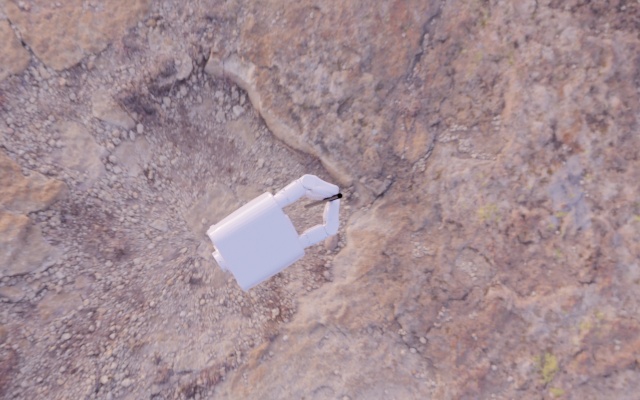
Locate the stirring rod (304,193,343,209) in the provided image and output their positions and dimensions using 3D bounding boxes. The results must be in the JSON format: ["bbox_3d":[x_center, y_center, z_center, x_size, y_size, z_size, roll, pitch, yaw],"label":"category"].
[{"bbox_3d":[0.000,0.003,0.791,0.011,0.011,0.239,0,-4,-13],"label":"stirring rod"}]
